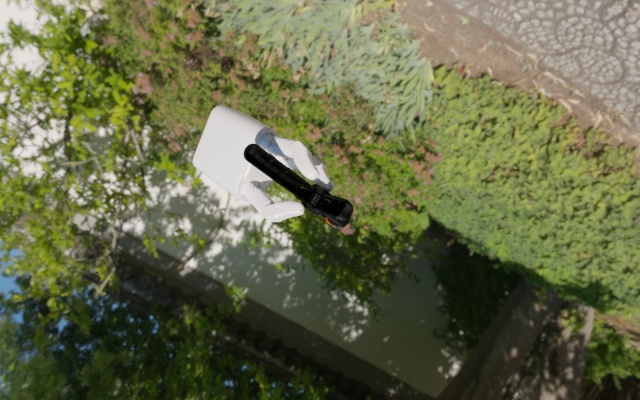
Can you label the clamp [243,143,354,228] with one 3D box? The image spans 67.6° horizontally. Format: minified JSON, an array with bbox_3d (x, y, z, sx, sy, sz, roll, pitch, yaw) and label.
[{"bbox_3d":[0.000,0.003,0.656,0.164,0.036,0.210,33,-4,28],"label":"clamp"}]
